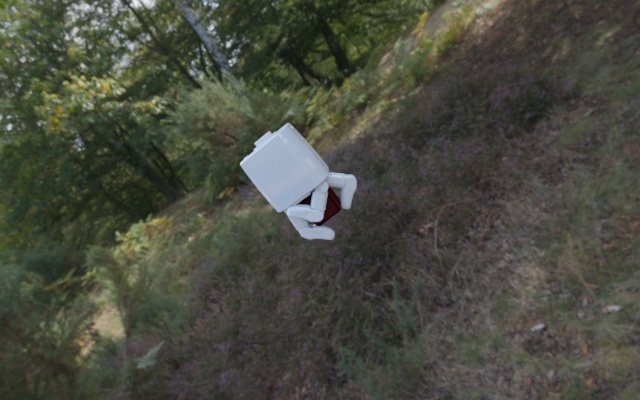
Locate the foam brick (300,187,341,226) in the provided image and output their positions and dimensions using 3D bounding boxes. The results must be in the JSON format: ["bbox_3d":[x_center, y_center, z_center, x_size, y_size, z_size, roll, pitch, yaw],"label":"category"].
[{"bbox_3d":[0.000,0.003,0.841,0.053,0.051,0.078,-38,11,9],"label":"foam brick"}]
